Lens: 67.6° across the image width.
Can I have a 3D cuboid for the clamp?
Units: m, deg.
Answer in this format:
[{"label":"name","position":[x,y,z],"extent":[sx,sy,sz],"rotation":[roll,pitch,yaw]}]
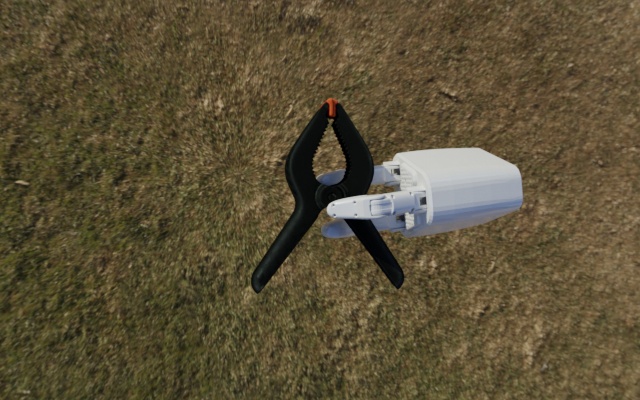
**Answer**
[{"label":"clamp","position":[0.000,0.001,0.502],"extent":[0.164,0.210,0.036],"rotation":[-7,5,-10]}]
